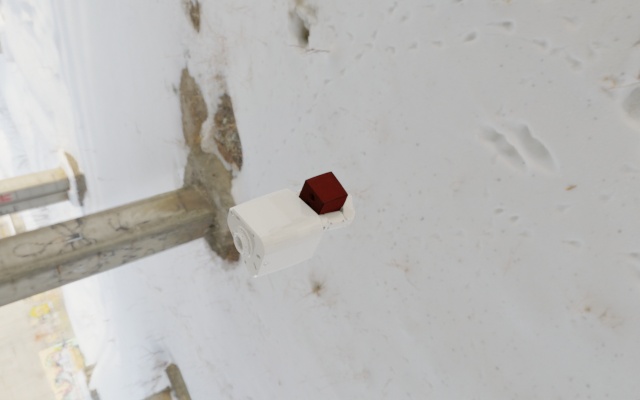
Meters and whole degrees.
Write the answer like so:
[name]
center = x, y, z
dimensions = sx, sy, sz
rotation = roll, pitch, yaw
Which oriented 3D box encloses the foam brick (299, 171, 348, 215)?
[foam brick]
center = 0.000, 0.002, 0.761
dimensions = 0.051, 0.053, 0.078
rotation = -18, -31, -32
